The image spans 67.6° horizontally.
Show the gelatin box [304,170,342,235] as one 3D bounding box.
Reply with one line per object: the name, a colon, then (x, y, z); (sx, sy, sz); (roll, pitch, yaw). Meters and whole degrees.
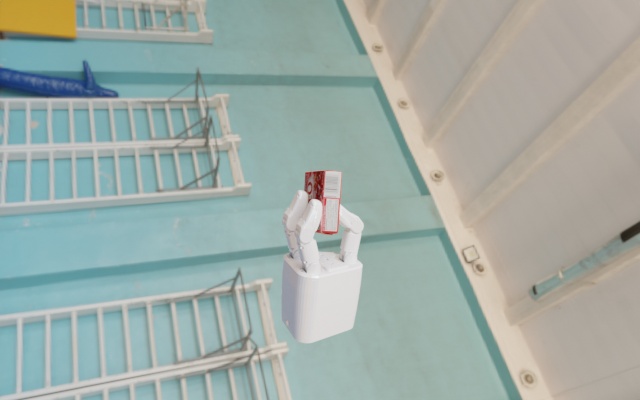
gelatin box: (0.001, 0.002, 0.685); (0.030, 0.089, 0.073); (4, -1, -23)
